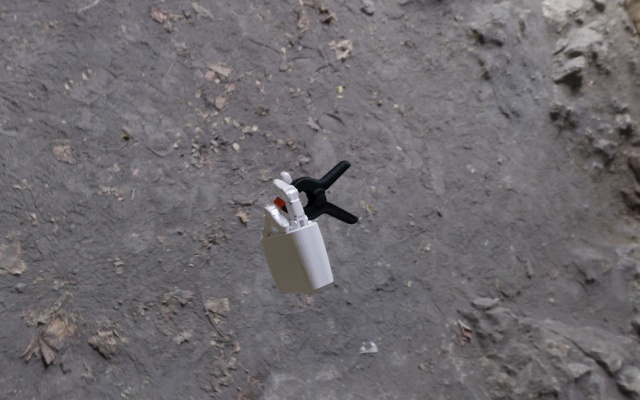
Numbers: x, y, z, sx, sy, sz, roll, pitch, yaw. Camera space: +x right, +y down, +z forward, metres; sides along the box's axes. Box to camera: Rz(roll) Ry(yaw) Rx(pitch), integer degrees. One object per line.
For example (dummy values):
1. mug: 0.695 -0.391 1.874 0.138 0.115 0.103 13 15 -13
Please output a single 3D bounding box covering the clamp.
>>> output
1. clamp: 0.000 0.003 0.866 0.171 0.120 0.039 -19 1 -29
